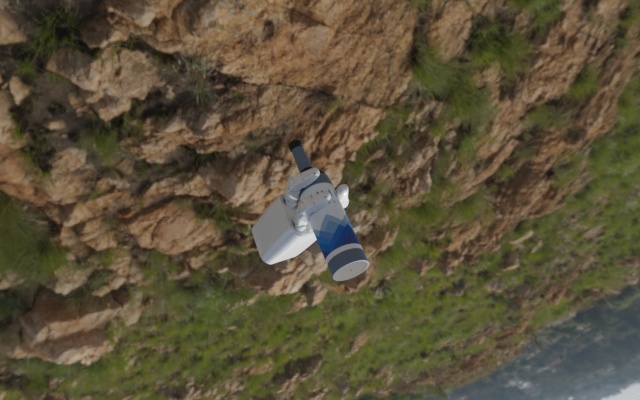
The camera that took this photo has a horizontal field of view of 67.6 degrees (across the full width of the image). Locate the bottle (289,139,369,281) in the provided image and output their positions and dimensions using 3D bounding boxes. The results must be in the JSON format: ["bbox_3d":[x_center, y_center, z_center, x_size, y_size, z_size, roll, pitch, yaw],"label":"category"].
[{"bbox_3d":[0.000,0.003,0.877,0.069,0.295,0.069,-17,-31,-11],"label":"bottle"}]
